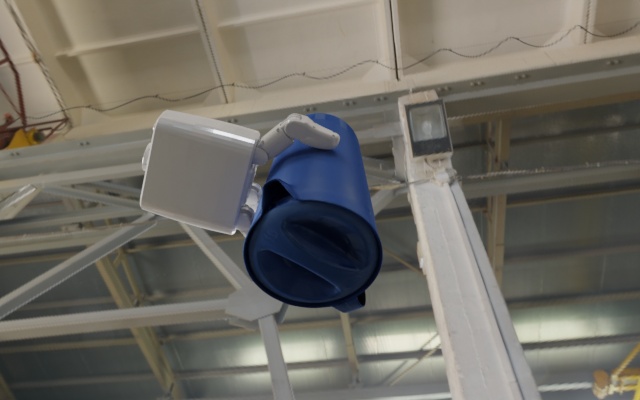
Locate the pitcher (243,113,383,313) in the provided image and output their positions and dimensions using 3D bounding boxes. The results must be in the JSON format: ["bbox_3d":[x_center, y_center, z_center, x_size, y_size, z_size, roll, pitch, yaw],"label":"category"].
[{"bbox_3d":[0.000,0.002,0.553,0.145,0.149,0.242,15,32,-7],"label":"pitcher"}]
